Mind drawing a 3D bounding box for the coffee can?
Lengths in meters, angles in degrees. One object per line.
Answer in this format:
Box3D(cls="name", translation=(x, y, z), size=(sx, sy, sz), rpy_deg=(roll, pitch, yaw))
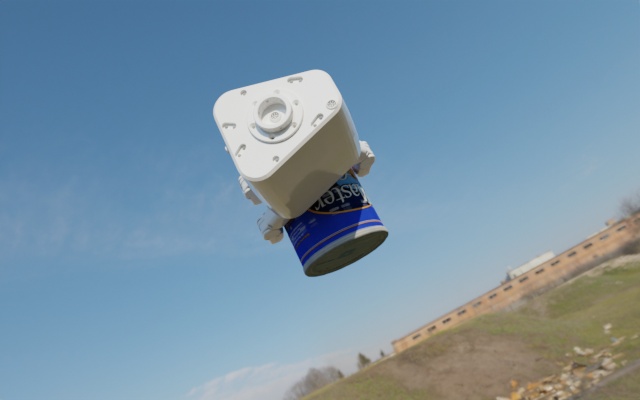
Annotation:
Box3D(cls="coffee can", translation=(0.000, 0.002, 0.548), size=(0.103, 0.140, 0.103), rpy_deg=(-23, -21, -10))
